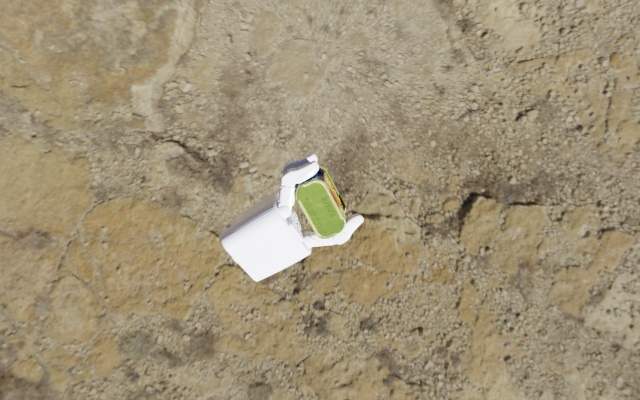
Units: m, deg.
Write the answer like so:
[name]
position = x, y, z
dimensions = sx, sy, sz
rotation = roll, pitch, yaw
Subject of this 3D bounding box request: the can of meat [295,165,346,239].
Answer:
[can of meat]
position = 0.000, 0.003, 0.762
dimensions = 0.057, 0.102, 0.084
rotation = -27, 15, 8
